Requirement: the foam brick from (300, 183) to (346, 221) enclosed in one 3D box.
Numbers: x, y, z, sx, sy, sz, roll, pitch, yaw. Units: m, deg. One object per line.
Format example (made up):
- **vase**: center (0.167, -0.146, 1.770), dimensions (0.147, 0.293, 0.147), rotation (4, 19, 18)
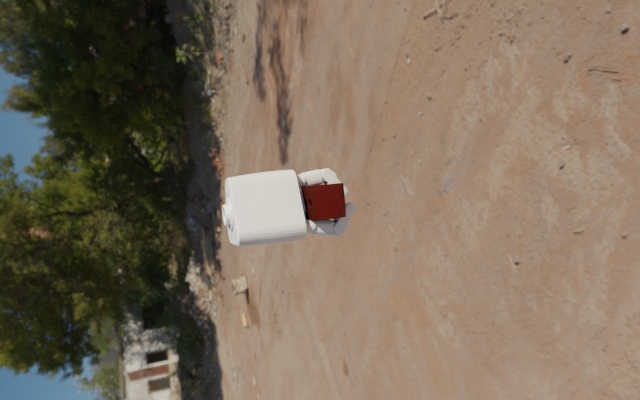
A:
- **foam brick**: center (0.000, 0.002, 0.740), dimensions (0.051, 0.053, 0.078), rotation (-6, 1, -20)
